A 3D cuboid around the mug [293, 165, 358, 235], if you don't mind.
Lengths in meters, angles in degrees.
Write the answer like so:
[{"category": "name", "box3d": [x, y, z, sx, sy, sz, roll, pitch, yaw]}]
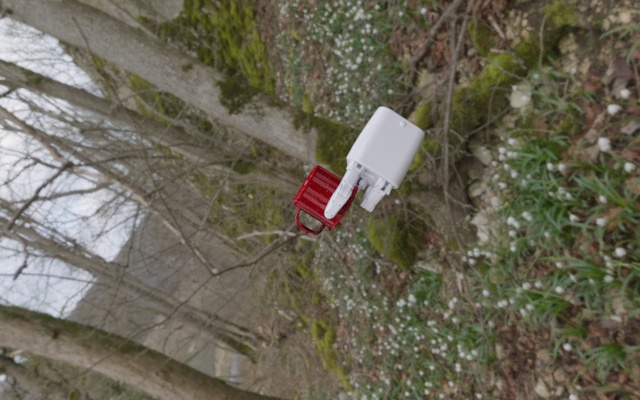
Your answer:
[{"category": "mug", "box3d": [-0.001, 0.004, 0.821, 0.081, 0.117, 0.093, 32, -9, -6]}]
